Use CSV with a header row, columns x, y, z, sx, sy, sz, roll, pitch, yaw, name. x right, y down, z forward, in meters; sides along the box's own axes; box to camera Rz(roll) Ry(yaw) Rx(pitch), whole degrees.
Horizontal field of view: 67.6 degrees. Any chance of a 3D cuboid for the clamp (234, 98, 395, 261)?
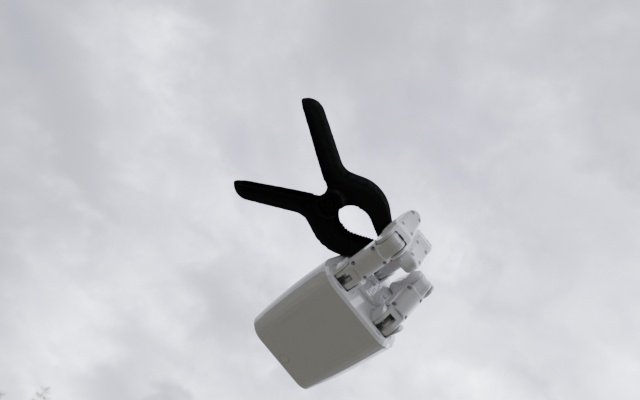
x,y,z,sx,sy,sz,roll,pitch,yaw,name
0.000,0.001,0.463,0.120,0.171,0.039,-38,1,23,clamp
